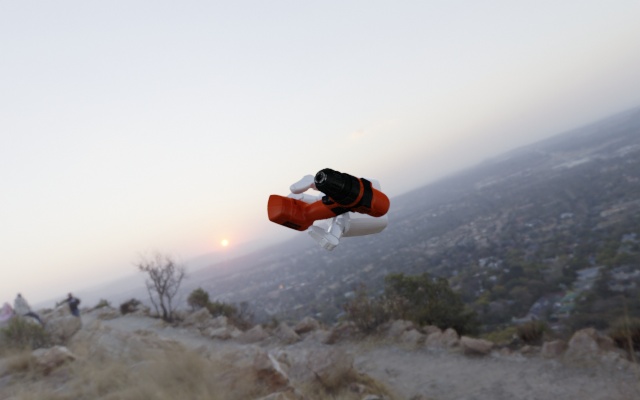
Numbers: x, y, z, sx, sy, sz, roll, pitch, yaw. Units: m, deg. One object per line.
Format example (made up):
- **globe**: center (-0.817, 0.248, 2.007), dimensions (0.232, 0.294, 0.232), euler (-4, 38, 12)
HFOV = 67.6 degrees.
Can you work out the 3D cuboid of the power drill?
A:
- **power drill**: center (0.000, 0.003, 0.816), dimensions (0.187, 0.057, 0.184), euler (-13, -24, 36)
